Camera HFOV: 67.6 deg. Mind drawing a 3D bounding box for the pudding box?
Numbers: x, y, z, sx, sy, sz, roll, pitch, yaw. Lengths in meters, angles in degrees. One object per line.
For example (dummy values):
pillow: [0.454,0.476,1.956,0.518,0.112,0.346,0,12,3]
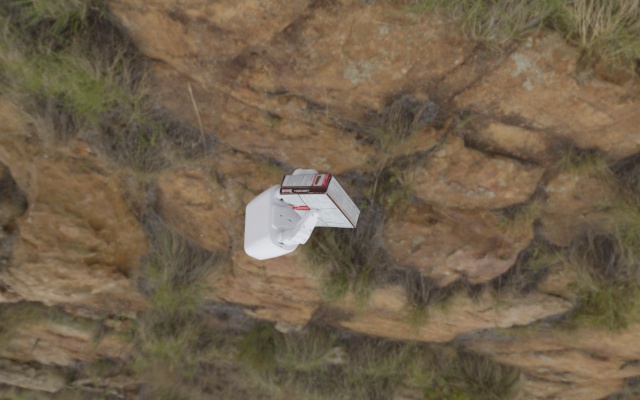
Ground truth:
pudding box: [0.000,0.003,0.759,0.090,0.039,0.113,-1,-30,30]
